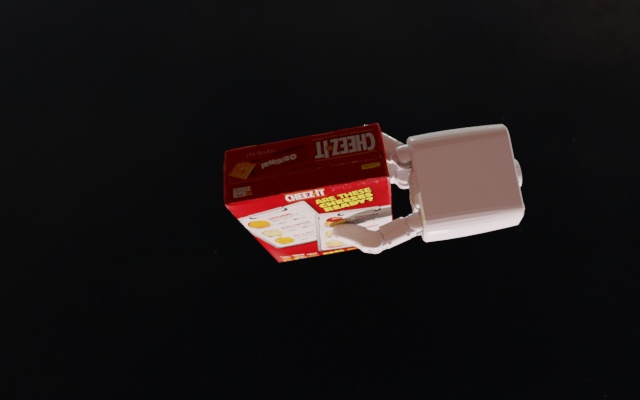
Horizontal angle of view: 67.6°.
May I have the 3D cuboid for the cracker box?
[{"bbox_3d":[0.000,0.002,0.562,0.164,0.072,0.214,-10,-24,6],"label":"cracker box"}]
